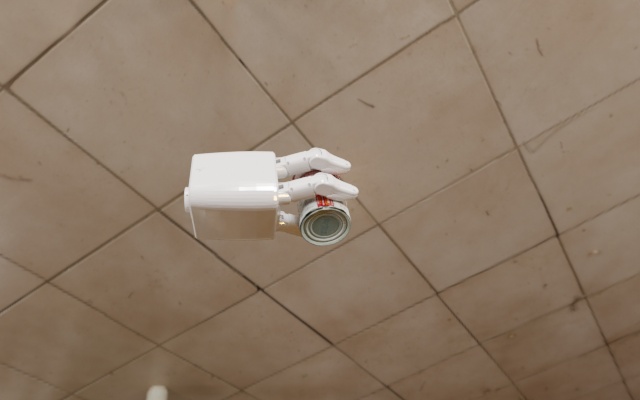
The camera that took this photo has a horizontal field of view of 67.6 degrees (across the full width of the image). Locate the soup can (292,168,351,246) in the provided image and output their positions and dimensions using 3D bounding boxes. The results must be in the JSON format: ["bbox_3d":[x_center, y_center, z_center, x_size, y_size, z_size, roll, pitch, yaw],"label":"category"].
[{"bbox_3d":[0.001,0.002,0.640,0.068,0.069,0.102,0,40,-10],"label":"soup can"}]
